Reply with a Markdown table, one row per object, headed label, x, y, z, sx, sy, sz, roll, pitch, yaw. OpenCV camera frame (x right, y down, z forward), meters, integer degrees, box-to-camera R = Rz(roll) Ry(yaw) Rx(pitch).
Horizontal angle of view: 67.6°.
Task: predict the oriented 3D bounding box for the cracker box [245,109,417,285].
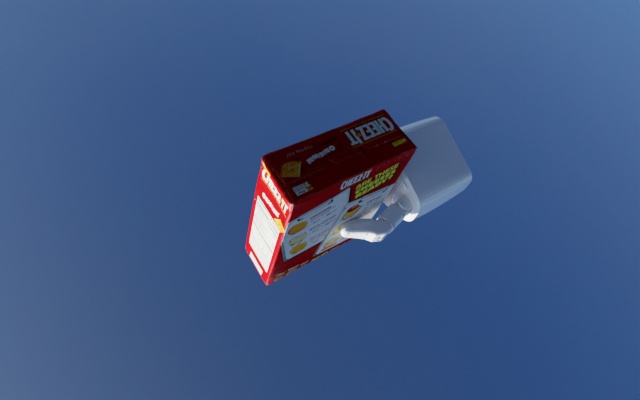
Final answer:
| label | x | y | z | sx | sy | sz | roll | pitch | yaw |
| --- | --- | --- | --- | --- | --- | --- | --- | --- | --- |
| cracker box | 0.000 | 0.002 | 0.579 | 0.164 | 0.072 | 0.214 | -25 | -22 | -26 |
